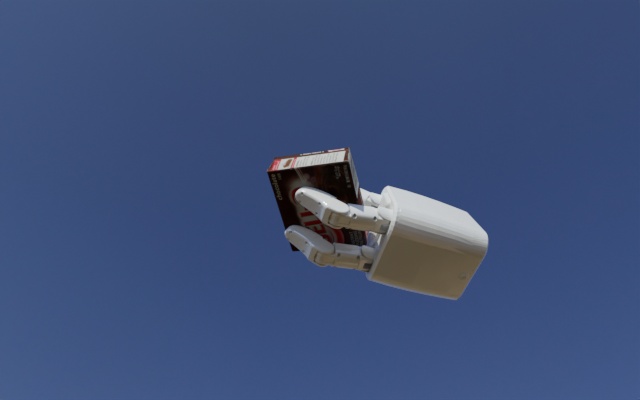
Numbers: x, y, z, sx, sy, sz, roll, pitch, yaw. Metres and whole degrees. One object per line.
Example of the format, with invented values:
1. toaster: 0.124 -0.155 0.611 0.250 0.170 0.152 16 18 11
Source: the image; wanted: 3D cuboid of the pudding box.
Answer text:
1. pudding box: 0.000 0.002 0.532 0.090 0.113 0.039 -7 30 13
